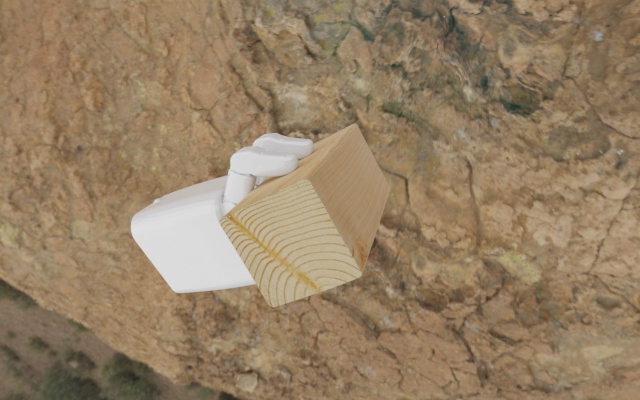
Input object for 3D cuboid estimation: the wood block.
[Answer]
[{"bbox_3d":[0.000,0.002,0.468,0.090,0.091,0.206,-24,13,22],"label":"wood block"}]
